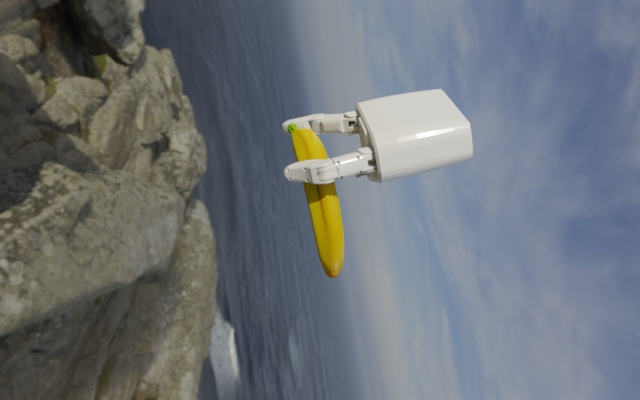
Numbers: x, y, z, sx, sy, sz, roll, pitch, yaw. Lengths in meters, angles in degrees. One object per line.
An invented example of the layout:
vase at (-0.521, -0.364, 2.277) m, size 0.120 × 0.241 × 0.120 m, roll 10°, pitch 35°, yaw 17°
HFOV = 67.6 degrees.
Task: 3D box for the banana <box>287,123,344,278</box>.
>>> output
banana at (0.001, -0.001, 0.564) m, size 0.037 × 0.198 × 0.069 m, roll -13°, pitch 1°, yaw -4°
